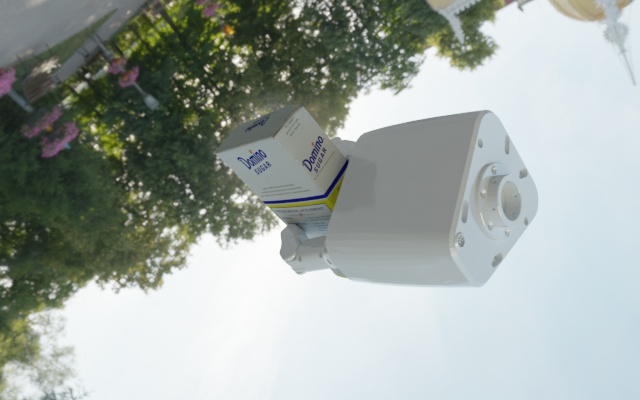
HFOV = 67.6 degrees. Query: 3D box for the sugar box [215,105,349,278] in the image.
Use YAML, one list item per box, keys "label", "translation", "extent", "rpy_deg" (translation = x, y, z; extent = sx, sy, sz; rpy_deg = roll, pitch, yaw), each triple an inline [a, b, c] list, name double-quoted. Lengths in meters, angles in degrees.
- label: "sugar box"
  translation: [0.001, 0.001, 0.415]
  extent: [0.093, 0.048, 0.176]
  rpy_deg: [-4, -48, 50]
